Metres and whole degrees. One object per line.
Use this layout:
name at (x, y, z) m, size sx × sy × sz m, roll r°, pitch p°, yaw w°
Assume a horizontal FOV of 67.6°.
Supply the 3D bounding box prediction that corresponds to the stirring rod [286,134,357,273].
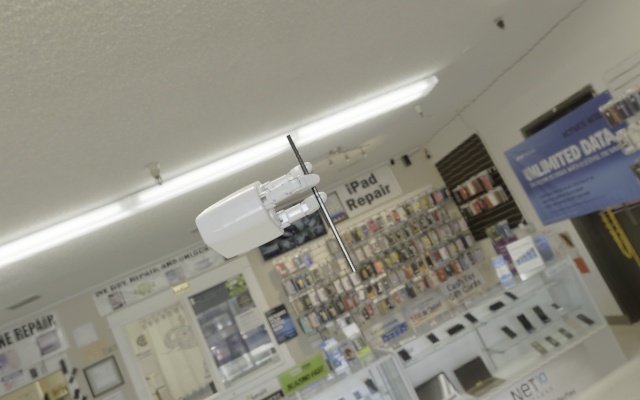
stirring rod at (0.000, 0.003, 0.751) m, size 0.011 × 0.239 × 0.011 m, roll -26°, pitch -8°, yaw -4°
